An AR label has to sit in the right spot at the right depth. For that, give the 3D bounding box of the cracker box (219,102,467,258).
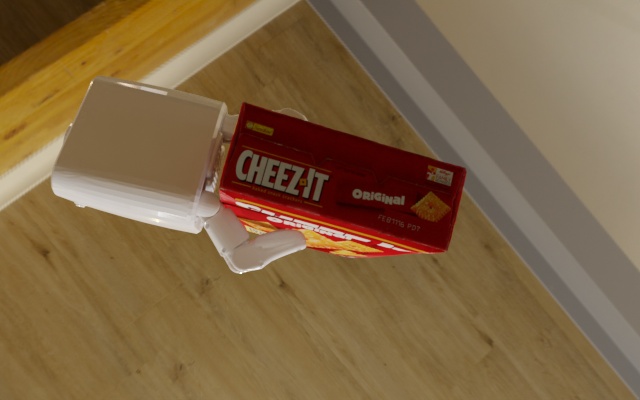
[{"bbox_3d":[0.000,0.001,0.421,0.164,0.072,0.214,15,-10,-7],"label":"cracker box"}]
